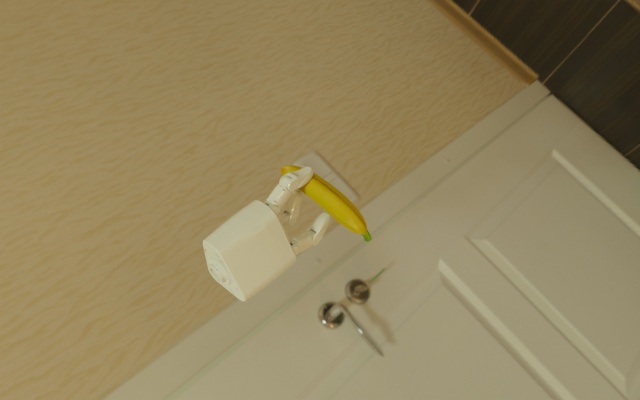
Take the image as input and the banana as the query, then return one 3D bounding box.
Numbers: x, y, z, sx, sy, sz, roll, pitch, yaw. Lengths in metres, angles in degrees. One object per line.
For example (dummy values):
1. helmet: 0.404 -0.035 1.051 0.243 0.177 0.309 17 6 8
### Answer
1. banana: 0.005 -0.004 0.778 0.037 0.197 0.070 -42 -16 -24
